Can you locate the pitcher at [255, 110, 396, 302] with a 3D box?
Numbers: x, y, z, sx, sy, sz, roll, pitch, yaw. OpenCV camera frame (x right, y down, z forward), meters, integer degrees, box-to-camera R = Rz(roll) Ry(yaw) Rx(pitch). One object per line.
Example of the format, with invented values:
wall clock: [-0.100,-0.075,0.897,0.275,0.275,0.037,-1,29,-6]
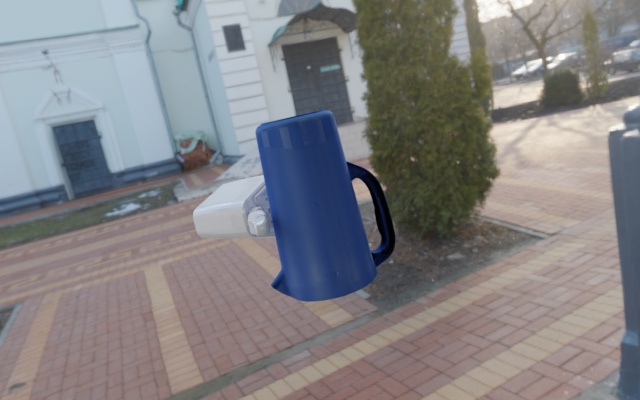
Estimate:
pitcher: [0.000,0.002,0.659,0.145,0.243,0.149,-6,12,32]
